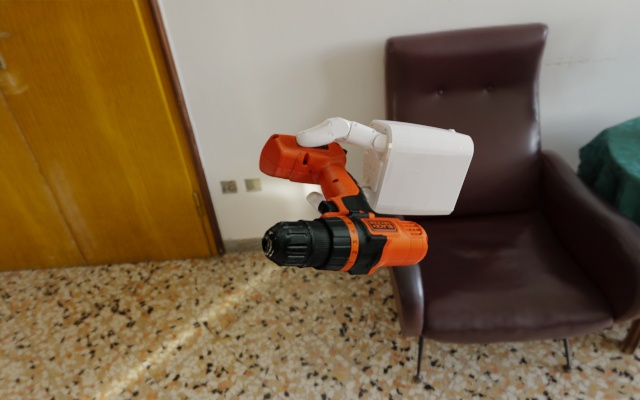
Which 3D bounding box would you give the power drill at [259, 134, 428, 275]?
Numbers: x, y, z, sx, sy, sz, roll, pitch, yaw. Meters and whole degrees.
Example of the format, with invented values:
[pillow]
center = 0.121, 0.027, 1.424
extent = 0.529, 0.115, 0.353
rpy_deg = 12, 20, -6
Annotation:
[power drill]
center = 0.000, 0.001, 0.506
extent = 0.184, 0.057, 0.187
rpy_deg = 5, 36, -35
